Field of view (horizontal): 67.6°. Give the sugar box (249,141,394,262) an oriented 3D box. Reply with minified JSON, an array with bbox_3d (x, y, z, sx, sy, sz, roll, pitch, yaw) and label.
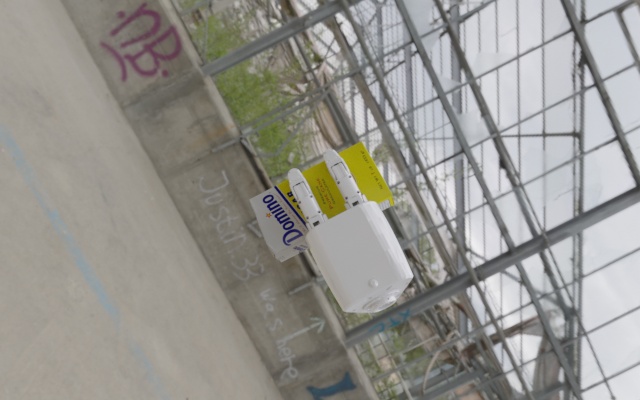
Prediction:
[{"bbox_3d":[0.000,0.002,0.648,0.176,0.093,0.048,-27,-23,0],"label":"sugar box"}]
